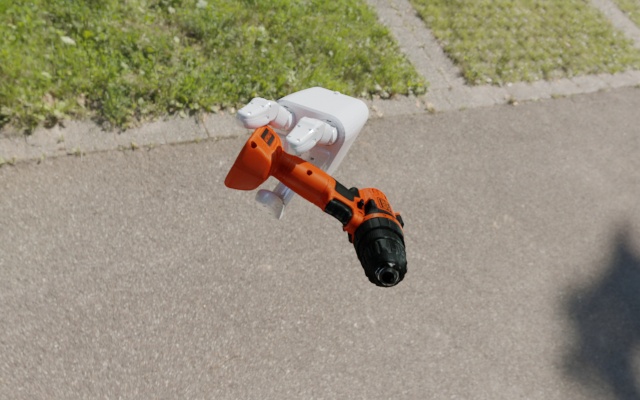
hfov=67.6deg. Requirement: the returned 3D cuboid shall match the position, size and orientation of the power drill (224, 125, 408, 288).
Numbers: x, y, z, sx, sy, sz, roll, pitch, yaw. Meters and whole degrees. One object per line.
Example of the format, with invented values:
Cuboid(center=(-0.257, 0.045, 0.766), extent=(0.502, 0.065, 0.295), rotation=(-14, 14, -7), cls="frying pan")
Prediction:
Cuboid(center=(0.000, 0.001, 0.483), extent=(0.188, 0.057, 0.184), rotation=(31, 15, -11), cls="power drill")
